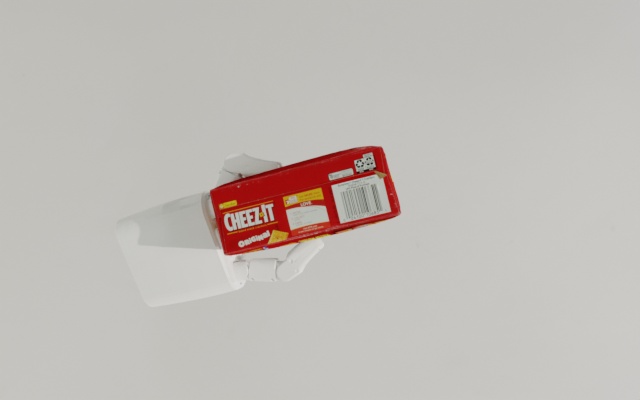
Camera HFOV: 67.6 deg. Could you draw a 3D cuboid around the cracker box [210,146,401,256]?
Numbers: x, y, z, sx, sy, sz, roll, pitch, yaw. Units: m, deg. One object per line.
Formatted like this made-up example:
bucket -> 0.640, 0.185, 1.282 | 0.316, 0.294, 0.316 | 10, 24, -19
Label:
cracker box -> 0.000, 0.002, 0.519 | 0.164, 0.072, 0.213 | -14, -3, 9
